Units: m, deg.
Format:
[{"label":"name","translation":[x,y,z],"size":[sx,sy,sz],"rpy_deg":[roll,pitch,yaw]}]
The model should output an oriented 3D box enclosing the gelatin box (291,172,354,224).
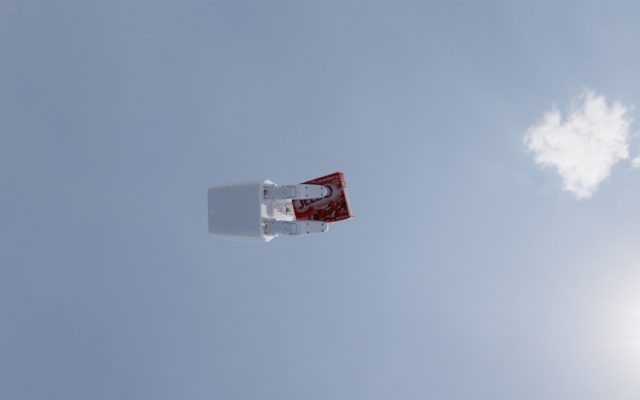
[{"label":"gelatin box","translation":[0.001,0.002,0.742],"size":[0.089,0.073,0.030],"rpy_deg":[-15,-5,19]}]
